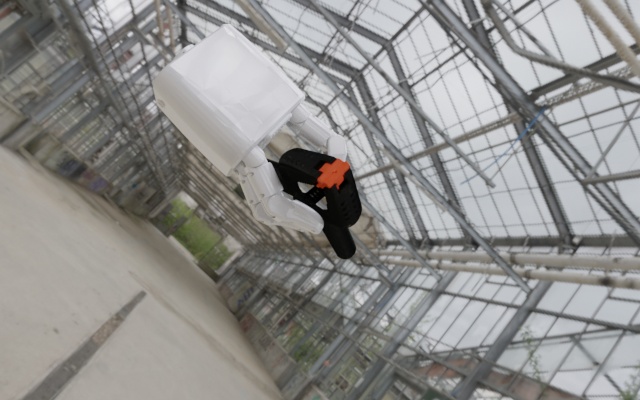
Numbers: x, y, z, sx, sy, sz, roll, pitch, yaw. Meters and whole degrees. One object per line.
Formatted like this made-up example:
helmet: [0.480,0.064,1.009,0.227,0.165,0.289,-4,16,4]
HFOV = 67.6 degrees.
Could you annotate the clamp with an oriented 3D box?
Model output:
clamp: [0.001,0.001,0.488,0.164,0.036,0.210,44,-14,-7]
